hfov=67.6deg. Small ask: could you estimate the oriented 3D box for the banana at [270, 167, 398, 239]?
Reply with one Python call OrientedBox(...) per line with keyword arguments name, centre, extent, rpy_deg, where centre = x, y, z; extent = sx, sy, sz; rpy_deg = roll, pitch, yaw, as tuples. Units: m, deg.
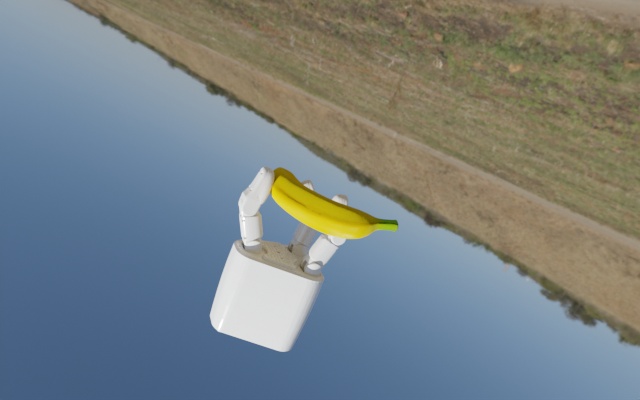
OrientedBox(name="banana", centre=(-0.010, 0.002, 0.537), extent=(0.069, 0.037, 0.197), rpy_deg=(4, 19, -47))
